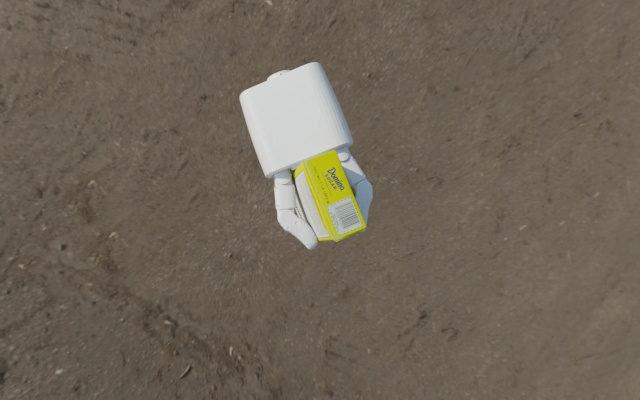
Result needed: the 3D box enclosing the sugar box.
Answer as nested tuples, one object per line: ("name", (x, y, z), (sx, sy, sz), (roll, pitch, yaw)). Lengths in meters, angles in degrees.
("sugar box", (0.001, 0.002, 0.586), (0.048, 0.093, 0.176), (-21, 0, -9))
